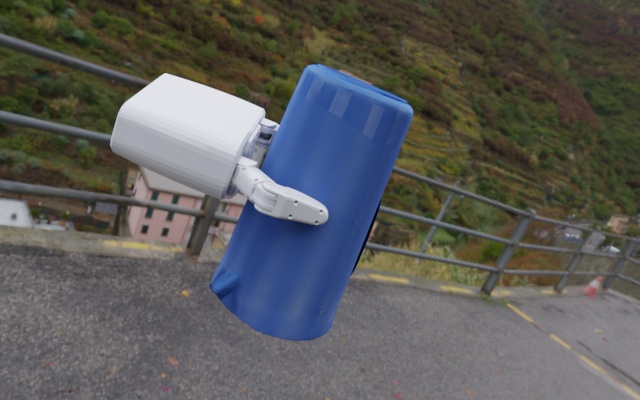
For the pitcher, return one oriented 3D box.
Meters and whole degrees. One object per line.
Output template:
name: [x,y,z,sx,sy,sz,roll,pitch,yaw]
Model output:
pitcher: [0.000,0.001,0.473,0.145,0.243,0.149,22,16,-4]
